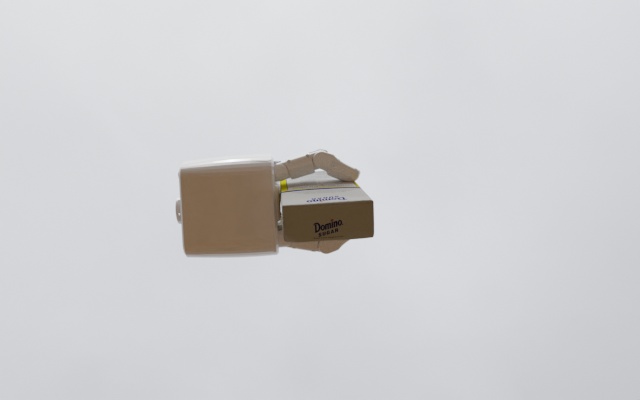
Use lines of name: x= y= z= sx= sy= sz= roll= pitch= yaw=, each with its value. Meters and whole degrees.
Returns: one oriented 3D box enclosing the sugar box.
sugar box: x=0.000 y=0.002 z=0.551 sx=0.093 sy=0.048 sz=0.176 roll=-3 pitch=16 yaw=-4
